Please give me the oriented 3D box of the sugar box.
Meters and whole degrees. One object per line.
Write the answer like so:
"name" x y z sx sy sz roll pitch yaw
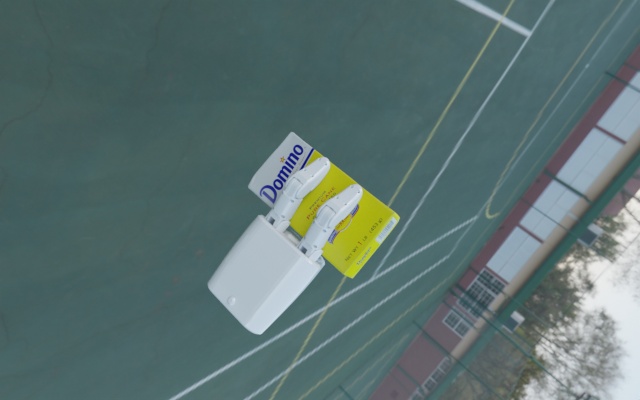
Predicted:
"sugar box" 0.000 0.002 0.584 0.176 0.093 0.048 39 0 23
